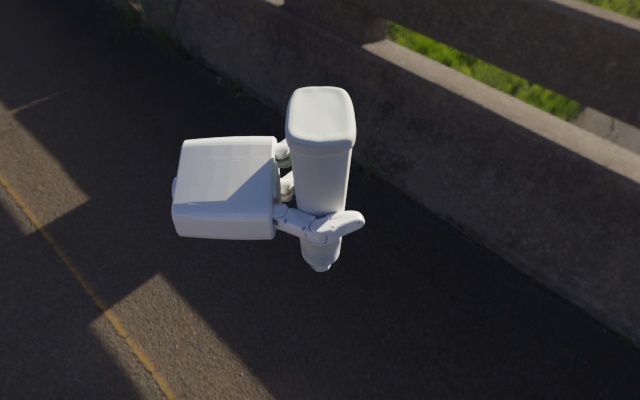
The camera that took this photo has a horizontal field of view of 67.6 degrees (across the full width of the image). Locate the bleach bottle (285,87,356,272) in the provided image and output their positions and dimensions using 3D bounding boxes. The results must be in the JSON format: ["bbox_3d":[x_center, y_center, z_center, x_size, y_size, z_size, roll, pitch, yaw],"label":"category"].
[{"bbox_3d":[0.000,0.002,0.551,0.068,0.251,0.102,0,45,0],"label":"bleach bottle"}]
